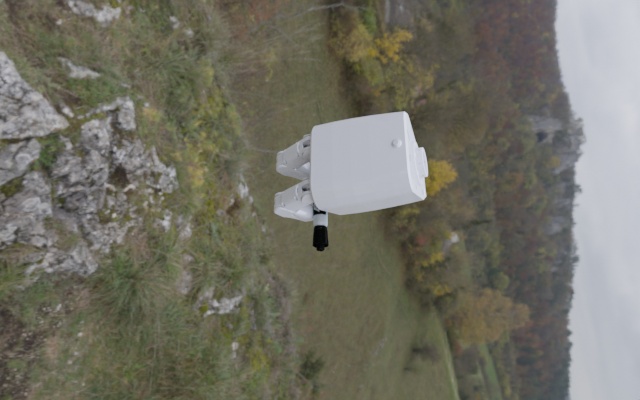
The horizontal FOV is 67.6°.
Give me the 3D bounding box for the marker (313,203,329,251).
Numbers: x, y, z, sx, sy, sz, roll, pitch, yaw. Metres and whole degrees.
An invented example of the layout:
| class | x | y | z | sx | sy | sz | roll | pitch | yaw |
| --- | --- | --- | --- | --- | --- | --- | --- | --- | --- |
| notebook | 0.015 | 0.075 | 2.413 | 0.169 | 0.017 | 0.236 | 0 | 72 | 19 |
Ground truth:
| class | x | y | z | sx | sy | sz | roll | pitch | yaw |
| --- | --- | --- | --- | --- | --- | --- | --- | --- | --- |
| marker | 0.000 | 0.002 | 0.572 | 0.020 | 0.121 | 0.020 | 0 | -23 | 0 |
